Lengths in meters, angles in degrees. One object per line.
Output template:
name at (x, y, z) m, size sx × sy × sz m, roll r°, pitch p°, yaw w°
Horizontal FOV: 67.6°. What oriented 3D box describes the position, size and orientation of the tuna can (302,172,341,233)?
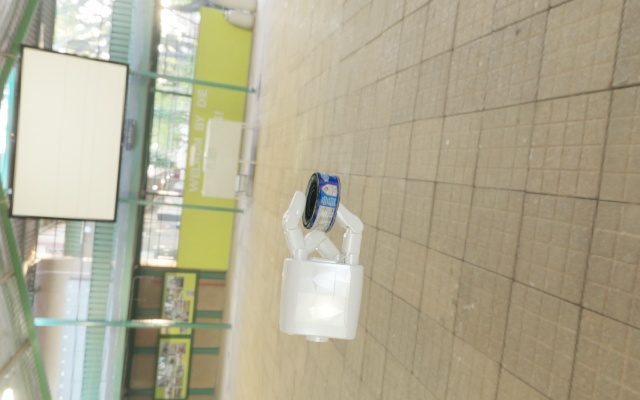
tuna can at (0.000, 0.002, 0.695) m, size 0.034 × 0.086 × 0.086 m, roll 11°, pitch -3°, yaw -14°
